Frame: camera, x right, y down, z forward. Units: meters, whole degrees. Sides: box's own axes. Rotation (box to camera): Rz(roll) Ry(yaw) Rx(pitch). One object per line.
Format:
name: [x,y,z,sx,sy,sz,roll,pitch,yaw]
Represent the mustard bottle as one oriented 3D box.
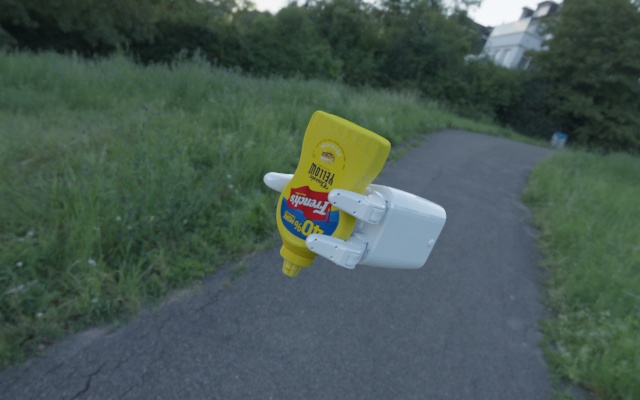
mustard bottle: [0.000,0.002,0.549,0.096,0.192,0.058,30,15,26]
